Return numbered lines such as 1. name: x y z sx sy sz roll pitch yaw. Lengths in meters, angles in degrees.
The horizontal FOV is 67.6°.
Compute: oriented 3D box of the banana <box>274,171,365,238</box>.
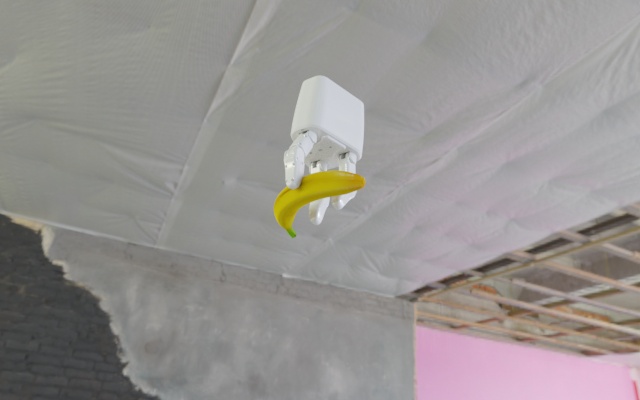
1. banana: -0.017 -0.004 0.686 0.069 0.037 0.198 26 -35 -22
